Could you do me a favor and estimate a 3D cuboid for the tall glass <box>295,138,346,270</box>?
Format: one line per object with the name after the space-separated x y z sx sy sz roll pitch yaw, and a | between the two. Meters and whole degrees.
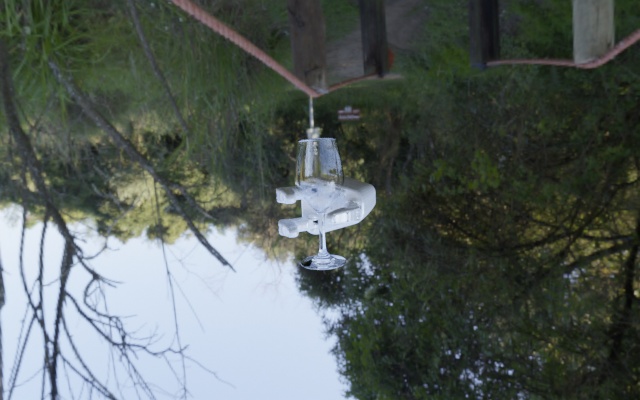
0.000 0.003 0.757 0.079 0.201 0.079 -3 10 1 | tall glass
